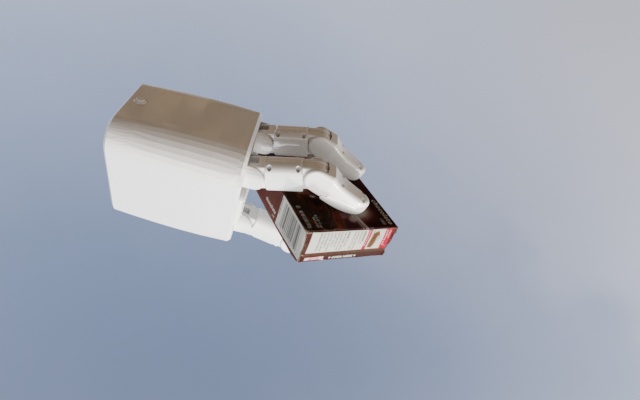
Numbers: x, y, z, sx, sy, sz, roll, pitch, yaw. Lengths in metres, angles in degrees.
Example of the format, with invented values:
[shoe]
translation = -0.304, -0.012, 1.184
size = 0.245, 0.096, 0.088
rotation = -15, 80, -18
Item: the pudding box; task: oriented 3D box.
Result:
[pudding box]
translation = 0.000, 0.002, 0.421
size = 0.090, 0.039, 0.113
rotation = -2, 42, -31
